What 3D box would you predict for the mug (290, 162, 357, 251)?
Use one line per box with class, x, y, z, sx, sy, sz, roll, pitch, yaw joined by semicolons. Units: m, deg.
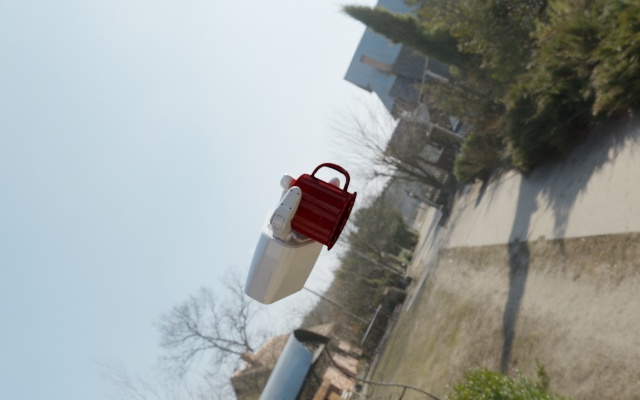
mug;0.000;0.001;0.672;0.081;0.117;0.093;25;18;10
